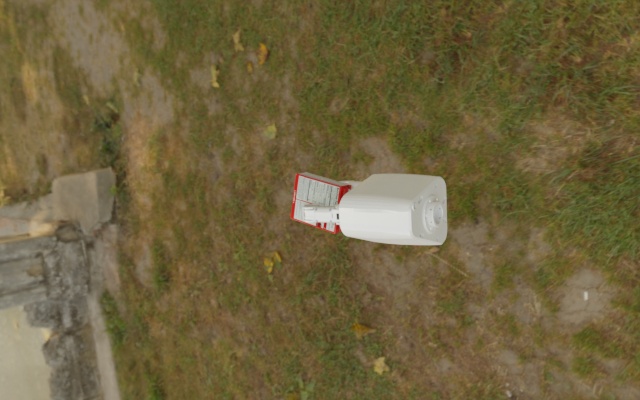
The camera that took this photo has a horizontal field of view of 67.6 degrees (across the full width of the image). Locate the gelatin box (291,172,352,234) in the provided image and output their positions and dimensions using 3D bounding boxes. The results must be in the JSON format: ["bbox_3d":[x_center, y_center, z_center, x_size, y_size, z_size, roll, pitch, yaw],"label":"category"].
[{"bbox_3d":[0.000,0.002,0.722,0.089,0.073,0.030,17,18,33],"label":"gelatin box"}]
